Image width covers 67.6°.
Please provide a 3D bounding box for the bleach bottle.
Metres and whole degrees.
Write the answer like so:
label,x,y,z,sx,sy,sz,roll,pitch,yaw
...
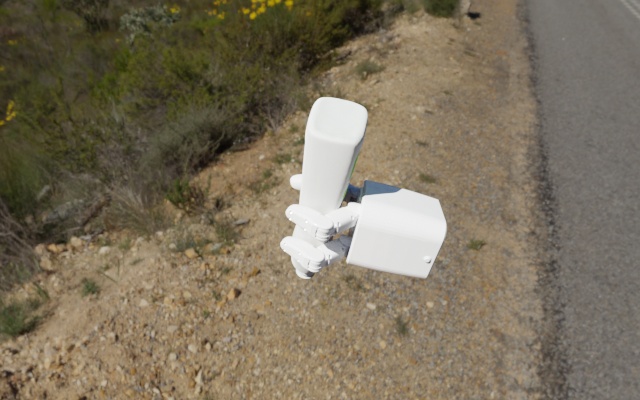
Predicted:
label,x,y,z,sx,sy,sz,roll,pitch,yaw
bleach bottle,0.000,0.002,0.620,0.068,0.251,0.102,13,39,1
